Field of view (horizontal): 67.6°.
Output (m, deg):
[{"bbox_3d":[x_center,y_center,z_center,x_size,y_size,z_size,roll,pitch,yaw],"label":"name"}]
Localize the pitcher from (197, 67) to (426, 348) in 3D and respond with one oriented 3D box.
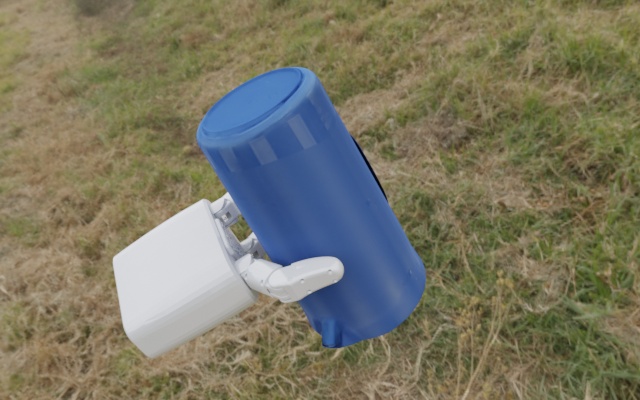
[{"bbox_3d":[0.000,0.002,0.443,0.145,0.243,0.149,-32,33,-3],"label":"pitcher"}]
